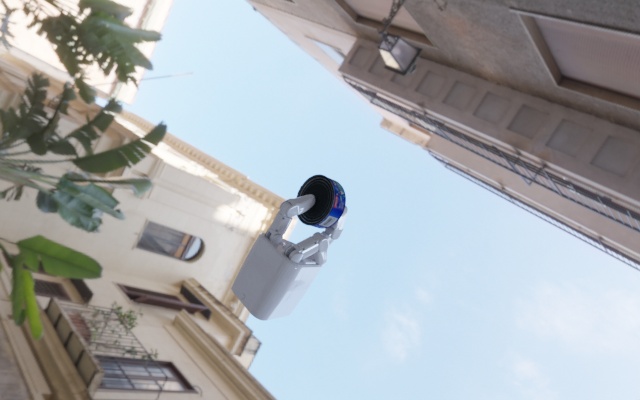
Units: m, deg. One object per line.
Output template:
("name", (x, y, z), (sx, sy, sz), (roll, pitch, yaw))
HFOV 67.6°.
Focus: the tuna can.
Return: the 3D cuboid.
("tuna can", (0.001, 0.003, 0.784), (0.086, 0.086, 0.034), (0, -14, 44))
